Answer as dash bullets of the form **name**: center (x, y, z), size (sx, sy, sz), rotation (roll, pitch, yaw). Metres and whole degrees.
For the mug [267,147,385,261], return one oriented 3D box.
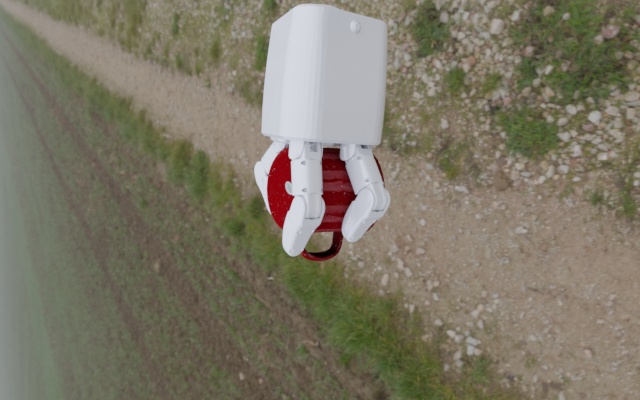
- **mug**: center (0.000, 0.003, 0.465), size (0.081, 0.117, 0.093), rotation (-1, 11, -36)
